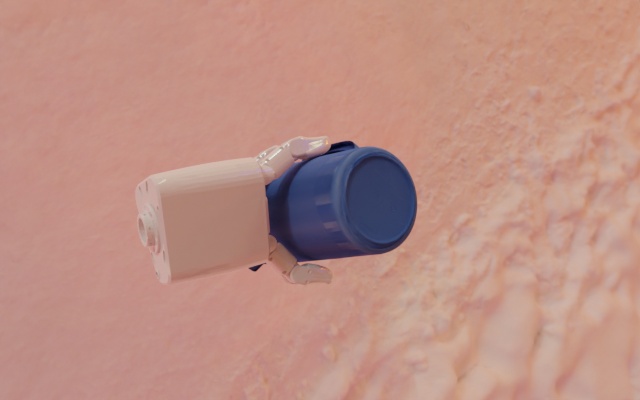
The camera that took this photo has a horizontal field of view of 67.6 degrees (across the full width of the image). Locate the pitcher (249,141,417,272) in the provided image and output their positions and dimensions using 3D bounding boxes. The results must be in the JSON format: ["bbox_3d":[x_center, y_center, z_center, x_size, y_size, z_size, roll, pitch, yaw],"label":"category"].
[{"bbox_3d":[0.000,0.002,0.568,0.145,0.149,0.243,-10,-1,-33],"label":"pitcher"}]
